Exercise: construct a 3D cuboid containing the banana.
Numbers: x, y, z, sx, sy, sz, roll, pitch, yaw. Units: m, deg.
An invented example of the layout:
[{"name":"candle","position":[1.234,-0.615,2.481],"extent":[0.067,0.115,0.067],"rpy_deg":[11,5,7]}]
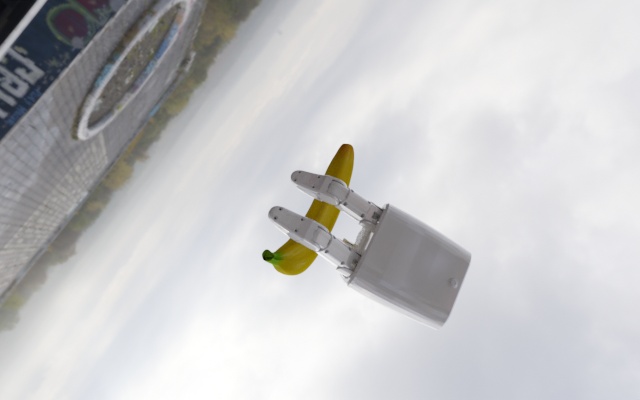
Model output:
[{"name":"banana","position":[-0.003,0.017,0.530],"extent":[0.037,0.070,0.197],"rpy_deg":[20,48,14]}]
